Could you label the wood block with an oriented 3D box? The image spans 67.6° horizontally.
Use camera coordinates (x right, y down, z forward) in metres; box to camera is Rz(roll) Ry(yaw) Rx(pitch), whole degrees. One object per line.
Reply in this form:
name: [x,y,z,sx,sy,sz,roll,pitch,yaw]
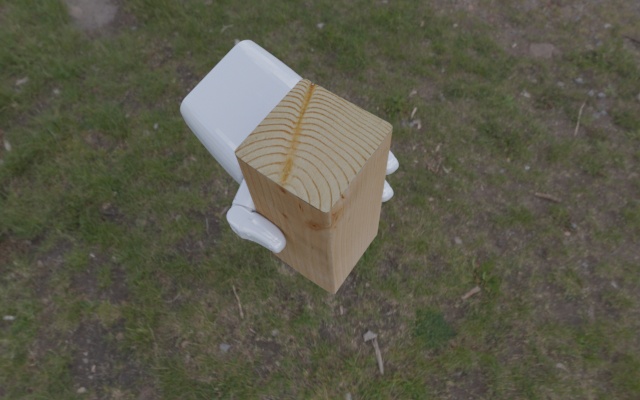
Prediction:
wood block: [0.000,0.001,0.448,0.090,0.090,0.206,32,-20,18]
